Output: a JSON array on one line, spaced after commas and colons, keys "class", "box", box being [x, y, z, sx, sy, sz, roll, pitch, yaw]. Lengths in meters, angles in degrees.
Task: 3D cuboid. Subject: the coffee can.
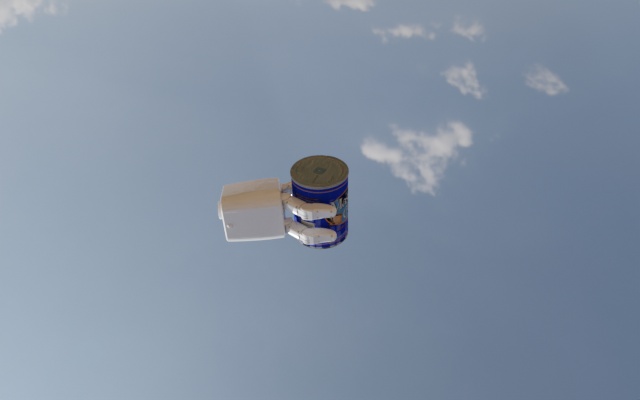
[{"class": "coffee can", "box": [0.000, 0.003, 0.872, 0.103, 0.140, 0.102, -1, 36, 1]}]
